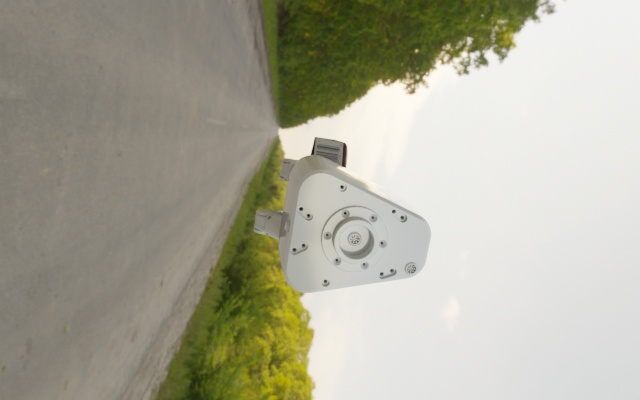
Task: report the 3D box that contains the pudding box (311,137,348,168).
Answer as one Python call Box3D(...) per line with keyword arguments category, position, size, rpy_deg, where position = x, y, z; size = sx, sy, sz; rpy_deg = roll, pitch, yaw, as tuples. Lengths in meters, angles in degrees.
Box3D(category="pudding box", position=(0.000, 0.002, 0.519), size=(0.039, 0.113, 0.090), rpy_deg=(9, -20, -5))
